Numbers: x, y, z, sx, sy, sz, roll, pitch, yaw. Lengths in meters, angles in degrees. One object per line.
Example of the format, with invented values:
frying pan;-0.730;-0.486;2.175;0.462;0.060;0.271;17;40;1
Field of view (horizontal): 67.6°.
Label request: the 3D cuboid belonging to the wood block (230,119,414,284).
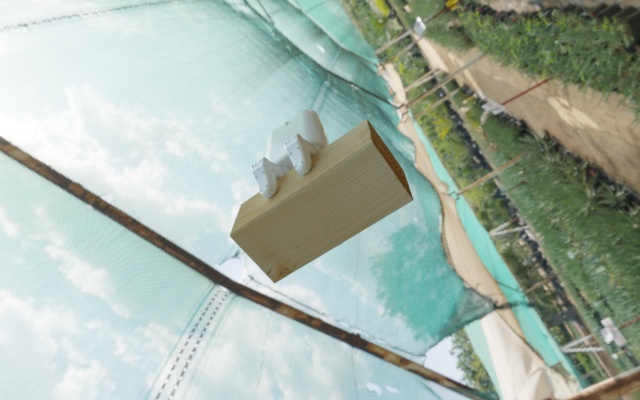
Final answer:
wood block;0.000;0.002;0.600;0.206;0.091;0.090;-33;22;17
